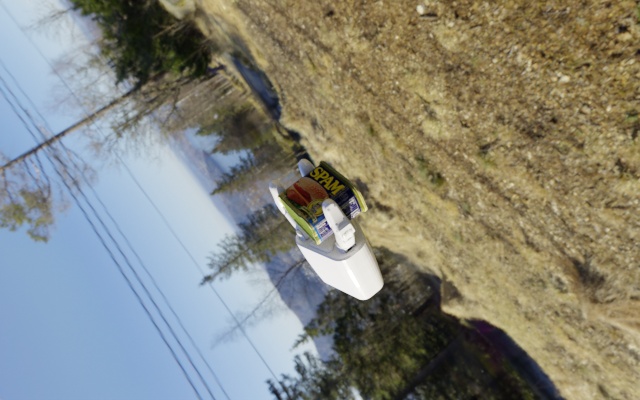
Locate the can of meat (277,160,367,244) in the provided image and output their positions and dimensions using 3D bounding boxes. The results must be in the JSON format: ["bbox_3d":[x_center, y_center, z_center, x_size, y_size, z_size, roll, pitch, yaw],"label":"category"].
[{"bbox_3d":[0.000,0.002,0.667,0.084,0.057,0.102,-37,43,-11],"label":"can of meat"}]
